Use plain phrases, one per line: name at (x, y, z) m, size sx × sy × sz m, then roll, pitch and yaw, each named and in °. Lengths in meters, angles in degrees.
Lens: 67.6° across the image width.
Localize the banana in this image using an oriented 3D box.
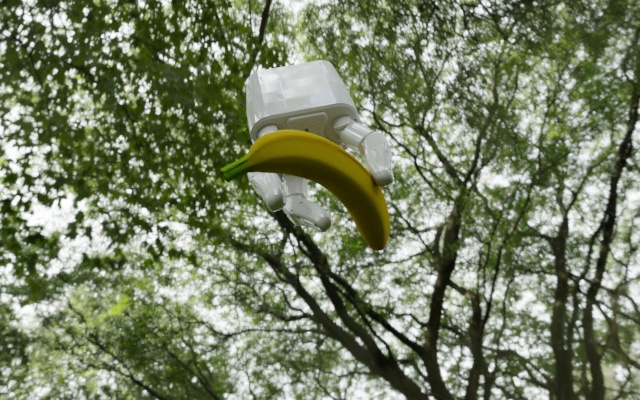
banana at (0.010, -0.012, 0.425) m, size 0.198 × 0.070 × 0.037 m, roll 28°, pitch 26°, yaw -36°
